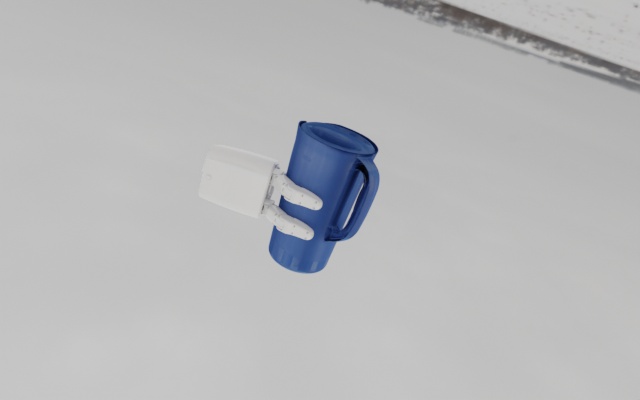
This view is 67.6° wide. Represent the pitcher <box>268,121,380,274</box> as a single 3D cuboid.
[{"bbox_3d":[0.000,0.002,0.786,0.145,0.243,0.149,18,24,-1],"label":"pitcher"}]
